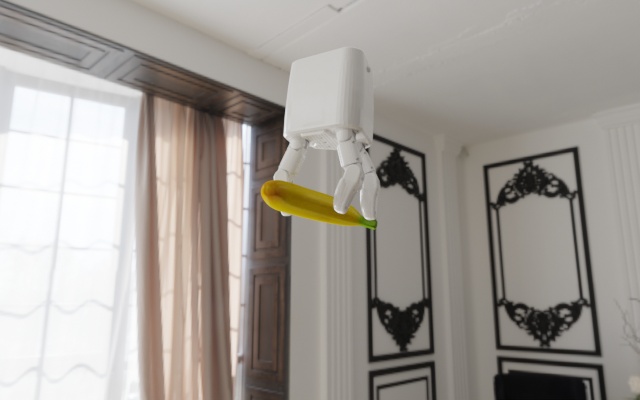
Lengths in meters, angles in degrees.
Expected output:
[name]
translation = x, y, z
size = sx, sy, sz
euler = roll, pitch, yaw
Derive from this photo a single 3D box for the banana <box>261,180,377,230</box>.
[banana]
translation = -0.011, 0.003, 0.591
size = 0.069, 0.037, 0.198
euler = -1, -12, 43
